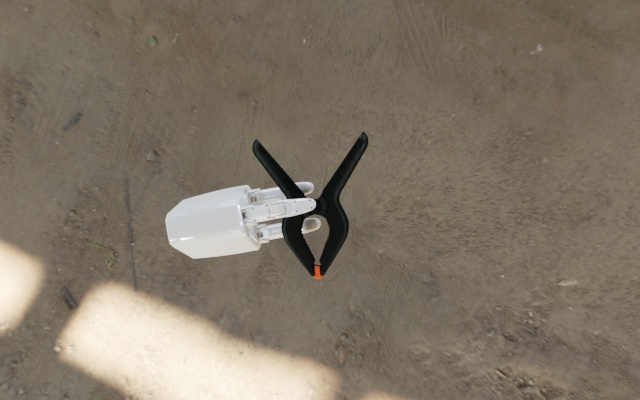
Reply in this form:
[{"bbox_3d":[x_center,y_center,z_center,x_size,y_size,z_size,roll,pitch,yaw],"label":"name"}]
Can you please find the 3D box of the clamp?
[{"bbox_3d":[0.000,0.003,0.673,0.164,0.210,0.036,-11,-3,3],"label":"clamp"}]
